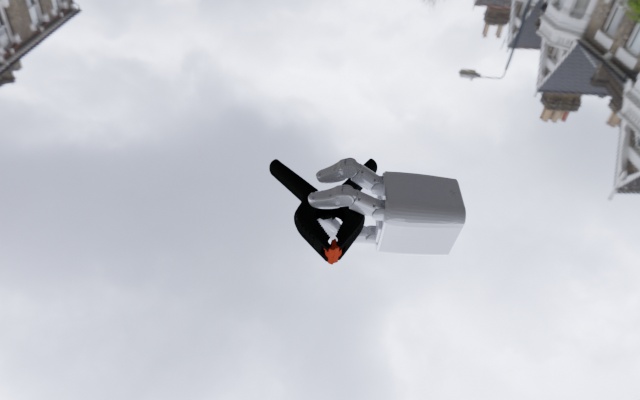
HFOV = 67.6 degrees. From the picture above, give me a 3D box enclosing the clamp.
[{"bbox_3d":[0.000,0.003,0.664,0.164,0.036,0.209,3,39,2],"label":"clamp"}]
